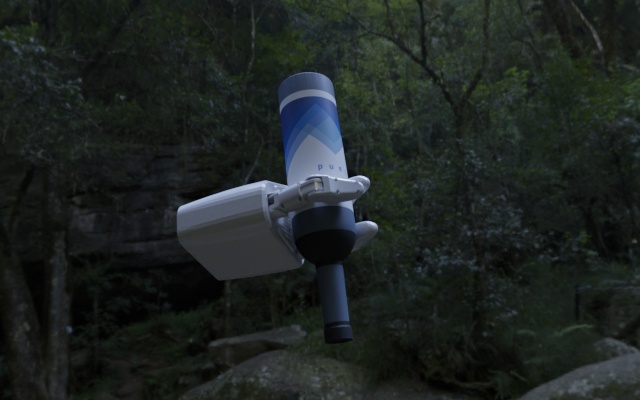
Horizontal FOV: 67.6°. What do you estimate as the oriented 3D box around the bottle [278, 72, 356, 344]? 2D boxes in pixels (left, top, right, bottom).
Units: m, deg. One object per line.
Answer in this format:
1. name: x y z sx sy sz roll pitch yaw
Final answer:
1. bottle: 0.000 0.001 0.516 0.069 0.295 0.069 -6 -23 -3
